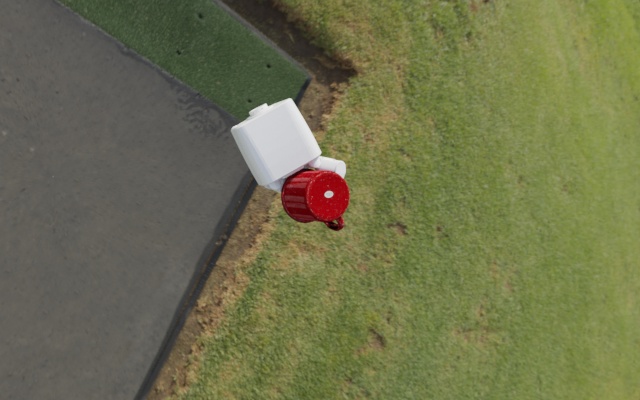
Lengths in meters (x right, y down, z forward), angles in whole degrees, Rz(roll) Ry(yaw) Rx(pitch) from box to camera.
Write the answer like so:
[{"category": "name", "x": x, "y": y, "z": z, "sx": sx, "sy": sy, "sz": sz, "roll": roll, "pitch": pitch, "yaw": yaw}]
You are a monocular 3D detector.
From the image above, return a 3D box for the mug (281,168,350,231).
[{"category": "mug", "x": 0.001, "y": 0.004, "z": 0.778, "sx": 0.093, "sy": 0.117, "sz": 0.081, "roll": -39, "pitch": 18, "yaw": -22}]
